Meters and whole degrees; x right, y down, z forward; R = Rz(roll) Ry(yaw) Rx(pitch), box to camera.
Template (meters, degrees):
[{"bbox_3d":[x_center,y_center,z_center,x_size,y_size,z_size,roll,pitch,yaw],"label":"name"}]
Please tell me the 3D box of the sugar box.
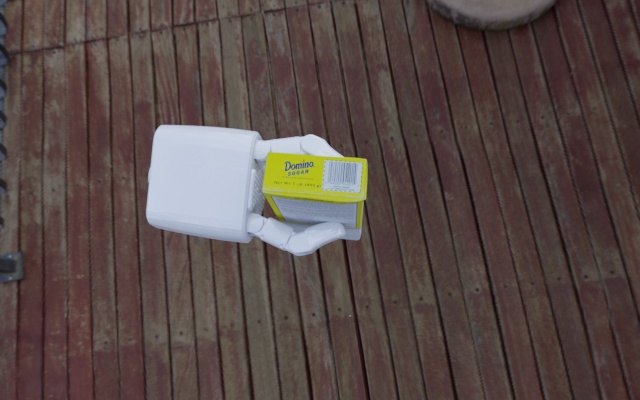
[{"bbox_3d":[0.000,0.001,0.504,0.093,0.048,0.176,6,-13,4],"label":"sugar box"}]
